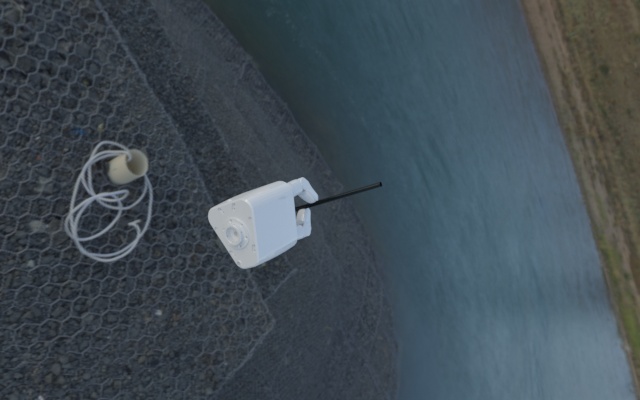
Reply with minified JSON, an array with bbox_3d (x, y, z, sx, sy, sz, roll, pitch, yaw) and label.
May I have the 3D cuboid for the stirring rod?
[{"bbox_3d":[0.000,0.003,0.835,0.239,0.011,0.011,-17,-9,32],"label":"stirring rod"}]
